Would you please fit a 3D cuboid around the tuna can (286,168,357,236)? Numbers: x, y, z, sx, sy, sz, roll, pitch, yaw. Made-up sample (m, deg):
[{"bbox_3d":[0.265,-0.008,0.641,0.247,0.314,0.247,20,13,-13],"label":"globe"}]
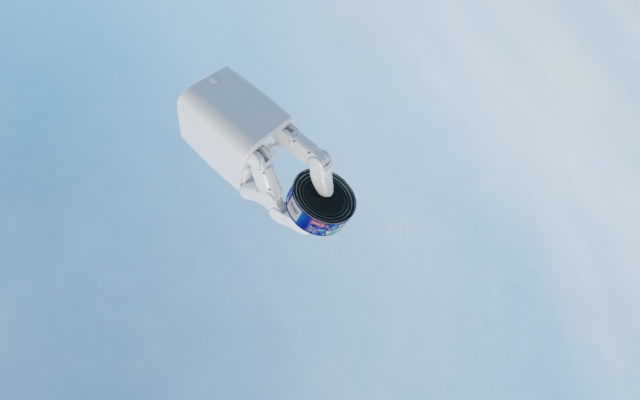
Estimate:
[{"bbox_3d":[0.000,0.002,0.606,0.086,0.086,0.034,0,-35,-27],"label":"tuna can"}]
